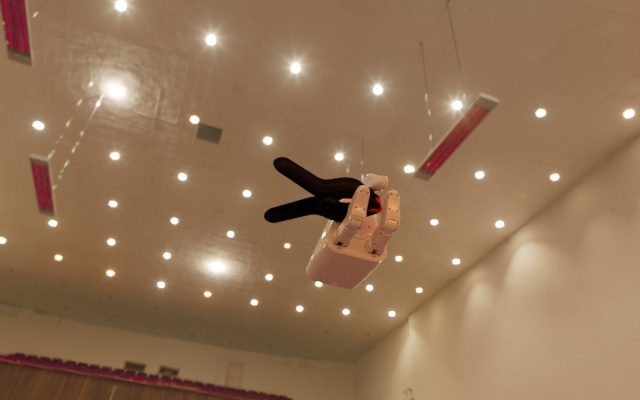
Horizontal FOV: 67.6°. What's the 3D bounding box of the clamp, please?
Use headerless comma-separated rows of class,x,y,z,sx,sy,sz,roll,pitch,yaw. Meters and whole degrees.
clamp,0.000,0.002,0.691,0.171,0.039,0.120,15,-41,-13
